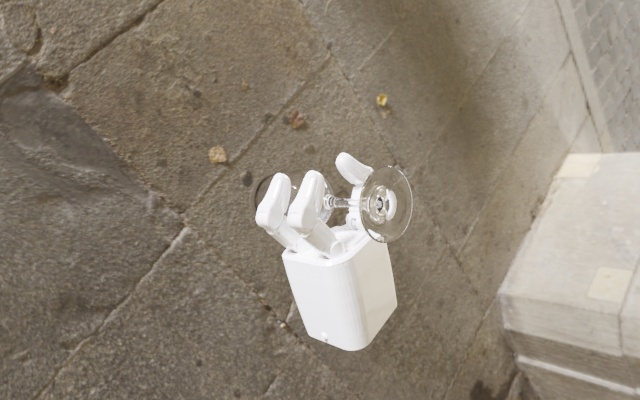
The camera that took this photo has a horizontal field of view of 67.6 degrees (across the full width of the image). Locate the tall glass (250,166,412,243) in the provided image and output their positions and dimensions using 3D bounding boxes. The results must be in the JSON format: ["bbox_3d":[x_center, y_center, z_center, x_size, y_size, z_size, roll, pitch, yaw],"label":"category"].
[{"bbox_3d":[0.001,0.002,0.531,0.079,0.079,0.201,0,2,-40],"label":"tall glass"}]
